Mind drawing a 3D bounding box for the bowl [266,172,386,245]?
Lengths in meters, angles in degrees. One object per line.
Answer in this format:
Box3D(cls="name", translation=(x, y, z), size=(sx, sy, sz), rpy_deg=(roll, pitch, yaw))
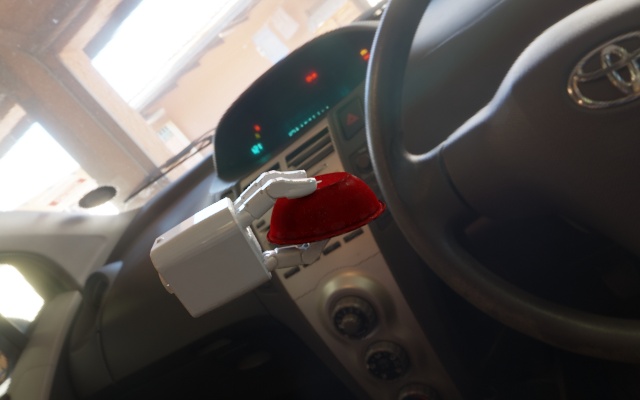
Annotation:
Box3D(cls="bowl", translation=(0.001, 0.001, 0.621), size=(0.162, 0.055, 0.162), rpy_deg=(-14, 13, 3))
